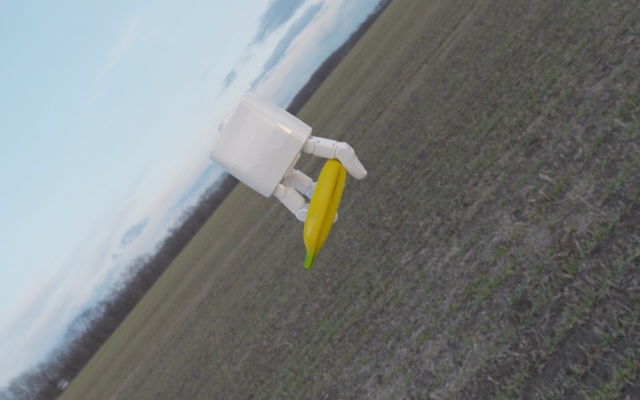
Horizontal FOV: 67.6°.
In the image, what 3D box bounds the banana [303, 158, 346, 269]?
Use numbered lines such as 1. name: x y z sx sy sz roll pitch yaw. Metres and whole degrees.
1. banana: 0.006 -0.005 0.658 0.037 0.197 0.070 25 -40 -8
